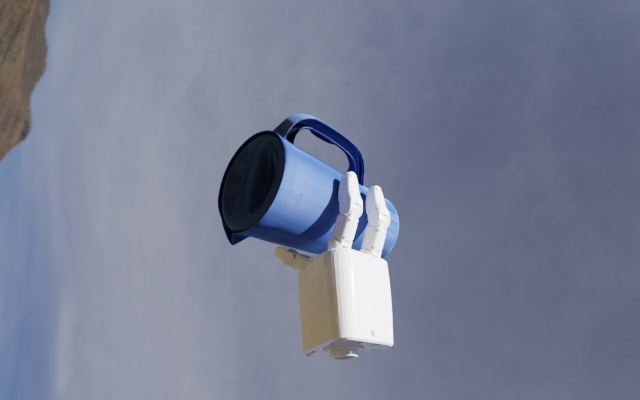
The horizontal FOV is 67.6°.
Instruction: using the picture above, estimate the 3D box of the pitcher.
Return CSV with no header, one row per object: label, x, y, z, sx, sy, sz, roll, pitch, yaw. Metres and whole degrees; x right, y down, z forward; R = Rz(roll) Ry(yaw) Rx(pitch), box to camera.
pitcher,0.000,0.002,0.647,0.243,0.145,0.149,23,-37,-39
